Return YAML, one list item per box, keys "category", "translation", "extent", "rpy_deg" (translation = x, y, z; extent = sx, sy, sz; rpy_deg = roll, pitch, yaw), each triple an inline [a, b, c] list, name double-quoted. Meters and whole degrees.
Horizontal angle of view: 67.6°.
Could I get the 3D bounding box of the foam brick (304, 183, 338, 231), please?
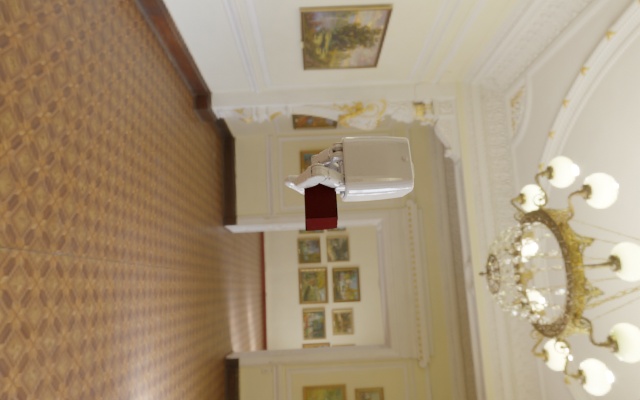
- category: "foam brick"
  translation: [0.000, 0.003, 0.756]
  extent: [0.051, 0.078, 0.053]
  rpy_deg: [-2, -23, -2]
